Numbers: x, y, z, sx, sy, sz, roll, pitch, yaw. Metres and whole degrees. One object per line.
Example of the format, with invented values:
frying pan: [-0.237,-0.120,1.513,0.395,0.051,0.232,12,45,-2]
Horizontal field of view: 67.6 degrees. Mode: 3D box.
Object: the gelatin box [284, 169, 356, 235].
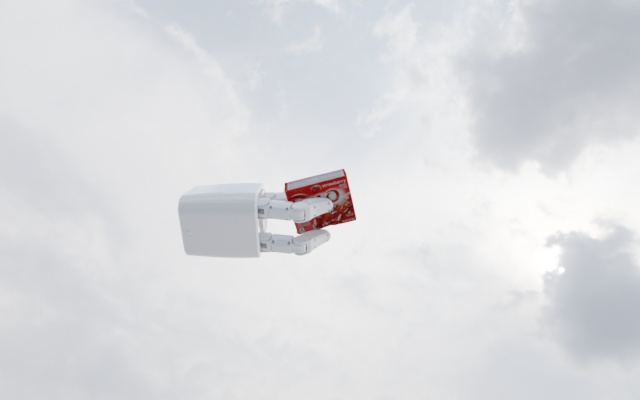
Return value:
gelatin box: [0.000,0.002,0.673,0.089,0.073,0.030,-14,27,2]
